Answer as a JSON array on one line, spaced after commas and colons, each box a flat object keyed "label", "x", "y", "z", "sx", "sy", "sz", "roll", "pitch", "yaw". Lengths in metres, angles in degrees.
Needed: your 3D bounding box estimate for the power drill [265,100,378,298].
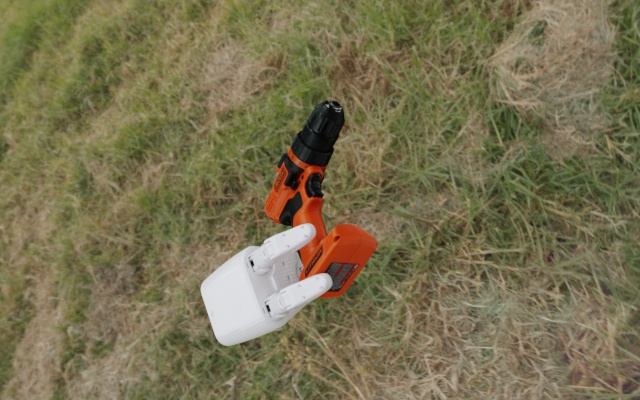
[{"label": "power drill", "x": 0.000, "y": 0.002, "z": 0.552, "sx": 0.057, "sy": 0.184, "sz": 0.187, "roll": 7, "pitch": 40, "yaw": -27}]
